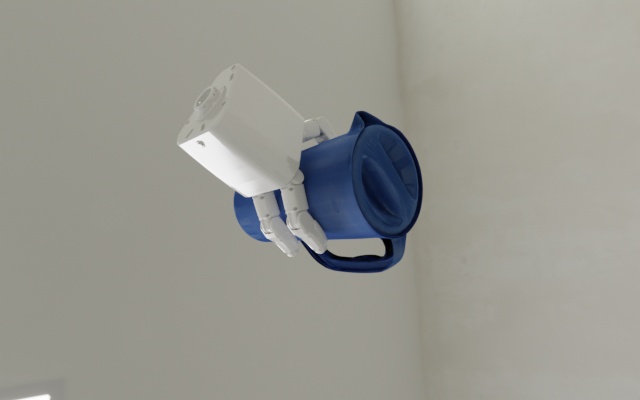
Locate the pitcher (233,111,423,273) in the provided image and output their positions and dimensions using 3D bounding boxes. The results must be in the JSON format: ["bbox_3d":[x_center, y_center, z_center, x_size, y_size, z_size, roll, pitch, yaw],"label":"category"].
[{"bbox_3d":[0.000,0.002,0.615,0.243,0.149,0.145,-11,-40,44],"label":"pitcher"}]
